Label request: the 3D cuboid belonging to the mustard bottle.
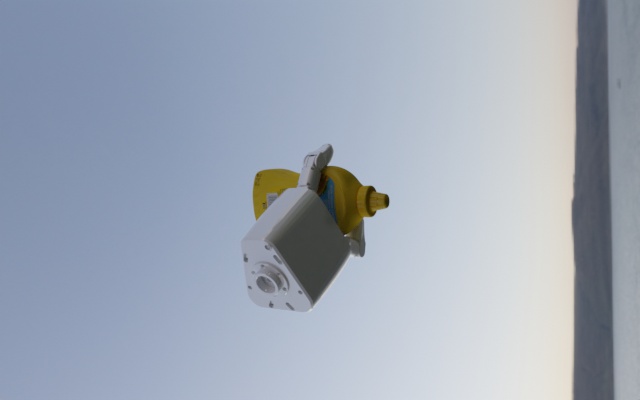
[{"bbox_3d":[0.000,0.002,0.641,0.191,0.096,0.058,-1,6,30],"label":"mustard bottle"}]
